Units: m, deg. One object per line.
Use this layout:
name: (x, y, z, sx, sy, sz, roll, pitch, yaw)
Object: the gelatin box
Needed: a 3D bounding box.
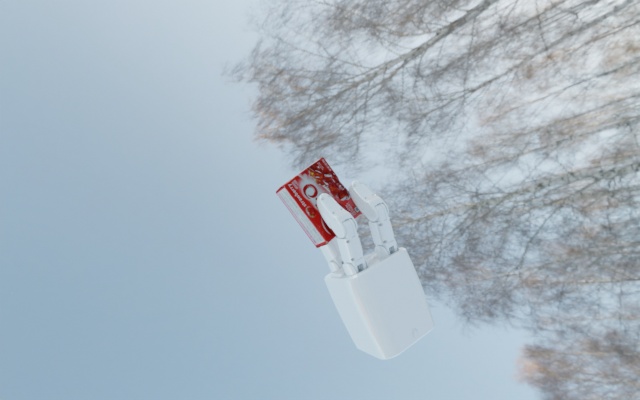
gelatin box: (0.000, 0.002, 0.592, 0.073, 0.089, 0.030, -39, 4, -34)
